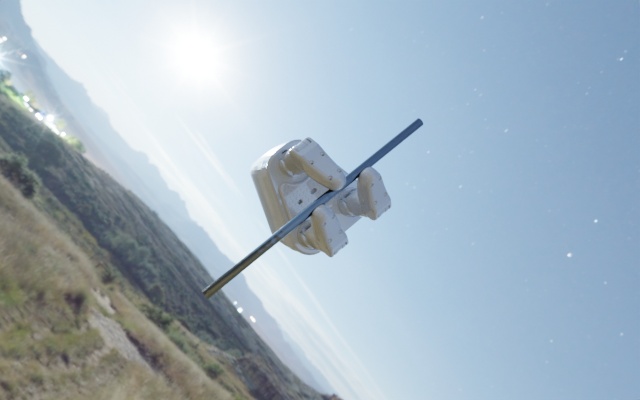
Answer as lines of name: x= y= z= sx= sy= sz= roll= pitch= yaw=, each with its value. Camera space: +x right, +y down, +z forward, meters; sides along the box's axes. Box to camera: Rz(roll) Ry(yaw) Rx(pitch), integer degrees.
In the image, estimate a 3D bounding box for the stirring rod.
stirring rod: x=0.000 y=0.001 z=0.404 sx=0.239 sy=0.011 sz=0.011 roll=-39 pitch=11 yaw=-15
